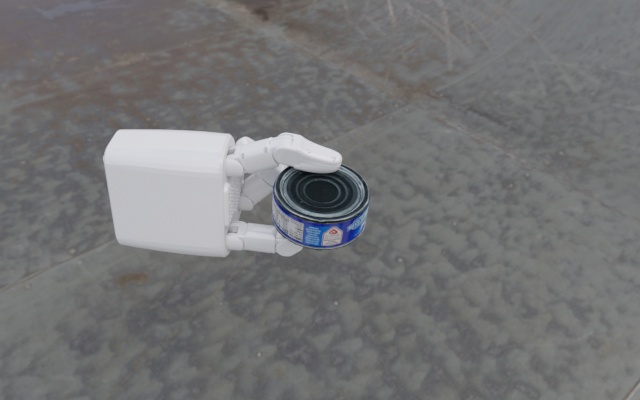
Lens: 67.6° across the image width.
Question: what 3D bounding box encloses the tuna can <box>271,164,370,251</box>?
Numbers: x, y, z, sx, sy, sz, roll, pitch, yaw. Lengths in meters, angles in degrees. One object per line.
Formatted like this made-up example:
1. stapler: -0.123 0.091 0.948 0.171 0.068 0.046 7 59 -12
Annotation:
1. tuna can: 0.000 0.001 0.420 0.086 0.034 0.086 4 41 -4
